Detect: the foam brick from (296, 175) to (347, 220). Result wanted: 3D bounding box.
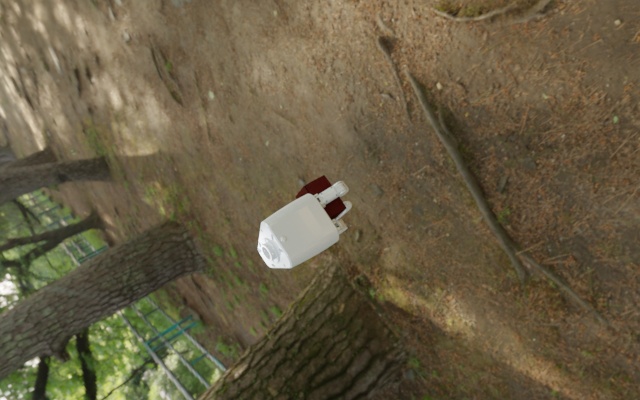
[{"bbox_3d":[0.000,0.003,0.886,0.051,0.078,0.053,-30,-9,-29],"label":"foam brick"}]
